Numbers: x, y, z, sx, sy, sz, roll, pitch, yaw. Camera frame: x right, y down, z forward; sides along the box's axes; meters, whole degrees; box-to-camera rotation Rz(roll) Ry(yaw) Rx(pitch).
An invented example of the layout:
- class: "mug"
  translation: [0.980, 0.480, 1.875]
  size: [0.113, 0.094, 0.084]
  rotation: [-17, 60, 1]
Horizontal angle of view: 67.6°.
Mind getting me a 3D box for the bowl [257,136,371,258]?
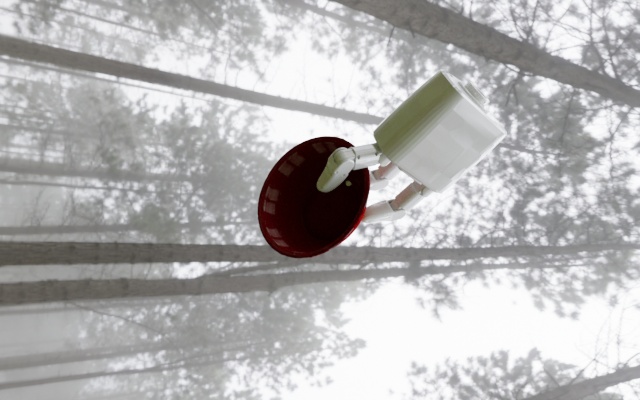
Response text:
- class: "bowl"
  translation: [-0.001, 0.003, 0.604]
  size: [0.162, 0.162, 0.055]
  rotation: [0, -22, 33]
